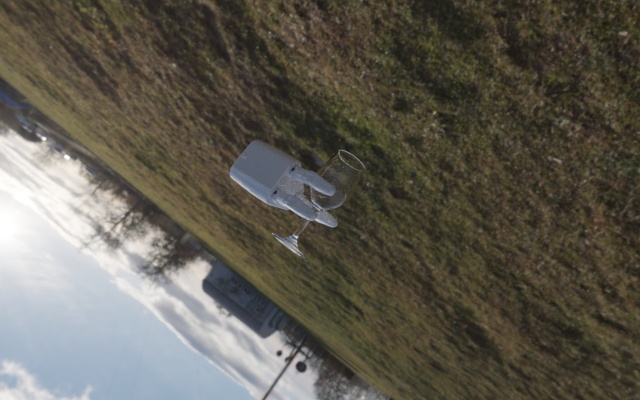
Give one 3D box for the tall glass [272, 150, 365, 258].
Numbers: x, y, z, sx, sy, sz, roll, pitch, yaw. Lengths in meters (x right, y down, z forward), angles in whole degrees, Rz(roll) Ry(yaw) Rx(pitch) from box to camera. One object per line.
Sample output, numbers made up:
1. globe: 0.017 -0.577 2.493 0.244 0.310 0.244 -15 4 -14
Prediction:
1. tall glass: 0.000 0.004 0.876 0.079 0.201 0.079 35 -11 8
